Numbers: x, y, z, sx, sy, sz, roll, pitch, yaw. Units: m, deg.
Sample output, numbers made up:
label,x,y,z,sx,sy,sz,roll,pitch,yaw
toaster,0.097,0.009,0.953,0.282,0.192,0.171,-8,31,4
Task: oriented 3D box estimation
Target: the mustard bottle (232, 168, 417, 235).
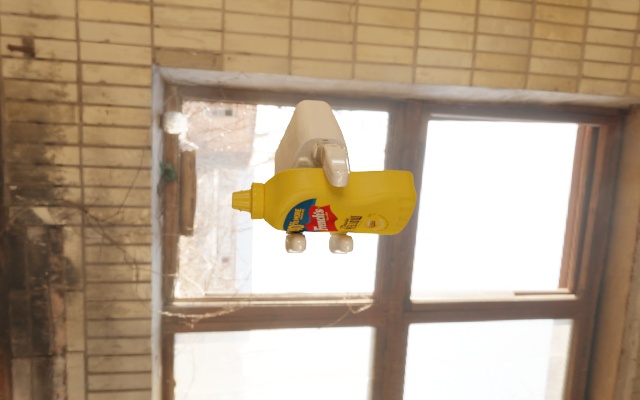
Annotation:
label,x,y,z,sx,sy,sz,roll,pitch,yaw
mustard bottle,0.000,0.002,0.523,0.191,0.058,0.096,2,-28,-11
